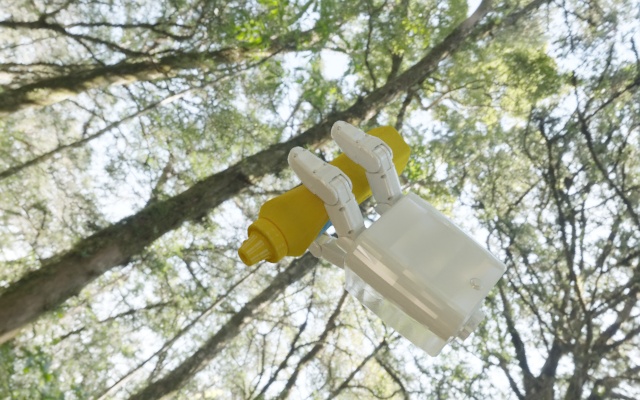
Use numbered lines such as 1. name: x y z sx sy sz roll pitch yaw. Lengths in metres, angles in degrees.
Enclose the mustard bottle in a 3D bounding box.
1. mustard bottle: 0.000 0.001 0.455 0.191 0.058 0.096 -37 -1 -33
